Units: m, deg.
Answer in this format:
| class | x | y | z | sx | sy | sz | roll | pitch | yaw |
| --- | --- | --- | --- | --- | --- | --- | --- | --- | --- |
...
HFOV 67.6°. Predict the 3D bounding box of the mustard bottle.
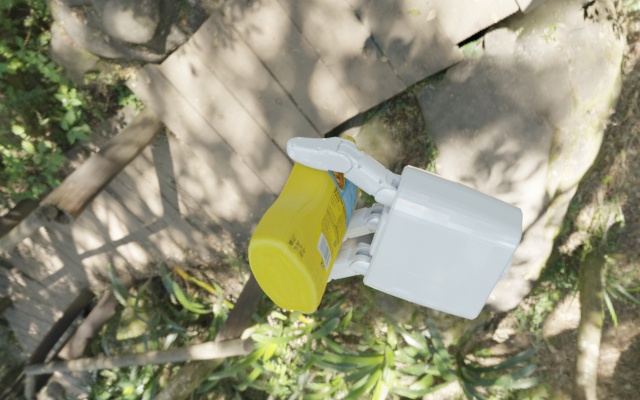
| class | x | y | z | sx | sy | sz | roll | pitch | yaw |
| --- | --- | --- | --- | --- | --- | --- | --- | --- | --- |
| mustard bottle | 0.000 | 0.002 | 0.449 | 0.058 | 0.096 | 0.191 | 2 | 44 | 25 |
